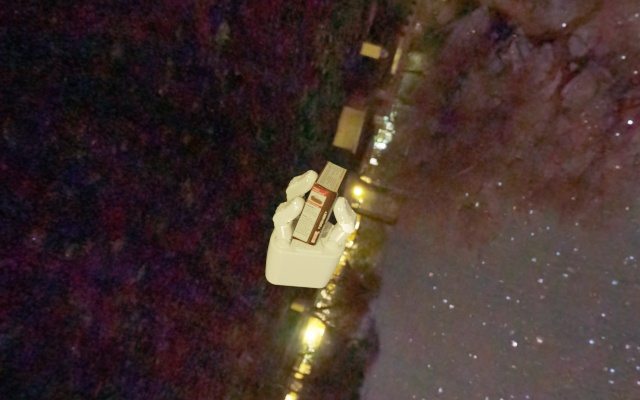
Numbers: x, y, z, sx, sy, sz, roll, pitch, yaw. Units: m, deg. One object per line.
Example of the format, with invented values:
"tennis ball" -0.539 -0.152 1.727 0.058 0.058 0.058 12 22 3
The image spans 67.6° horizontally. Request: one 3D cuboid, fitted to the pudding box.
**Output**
"pudding box" 0.000 0.002 0.682 0.039 0.090 0.113 22 21 0
